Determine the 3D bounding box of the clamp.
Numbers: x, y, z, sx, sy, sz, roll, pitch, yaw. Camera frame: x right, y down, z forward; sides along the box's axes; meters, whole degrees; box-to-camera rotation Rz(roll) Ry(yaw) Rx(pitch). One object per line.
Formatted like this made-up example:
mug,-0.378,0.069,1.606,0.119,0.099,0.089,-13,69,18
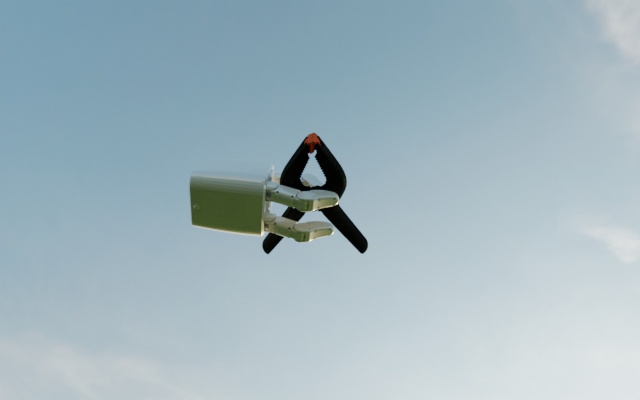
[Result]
clamp,0.000,0.001,0.699,0.164,0.210,0.036,5,35,-4
